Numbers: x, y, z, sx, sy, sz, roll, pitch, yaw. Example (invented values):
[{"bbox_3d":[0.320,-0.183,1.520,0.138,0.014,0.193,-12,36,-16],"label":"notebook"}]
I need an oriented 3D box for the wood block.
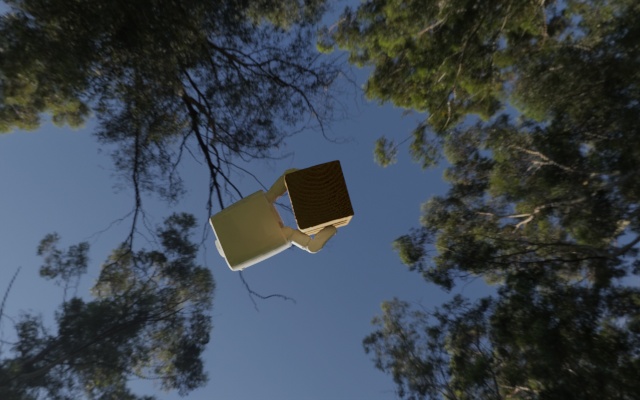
[{"bbox_3d":[0.000,0.003,0.820,0.090,0.091,0.206,-16,-6,-1],"label":"wood block"}]
